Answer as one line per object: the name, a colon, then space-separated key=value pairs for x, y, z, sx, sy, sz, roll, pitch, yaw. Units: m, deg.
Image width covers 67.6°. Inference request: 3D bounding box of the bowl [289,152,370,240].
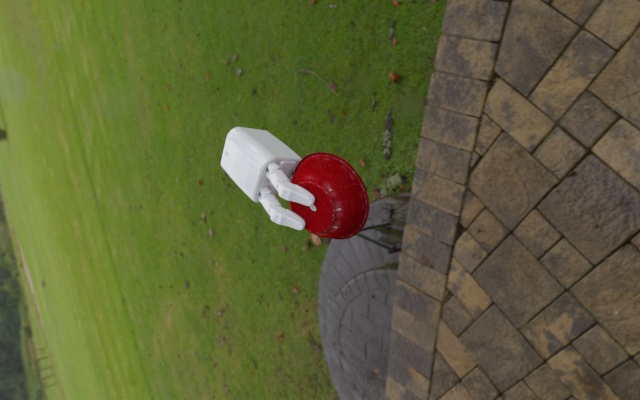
bowl: x=0.001 y=0.003 z=0.807 sx=0.162 sy=0.162 sz=0.055 roll=0 pitch=21 yaw=37
